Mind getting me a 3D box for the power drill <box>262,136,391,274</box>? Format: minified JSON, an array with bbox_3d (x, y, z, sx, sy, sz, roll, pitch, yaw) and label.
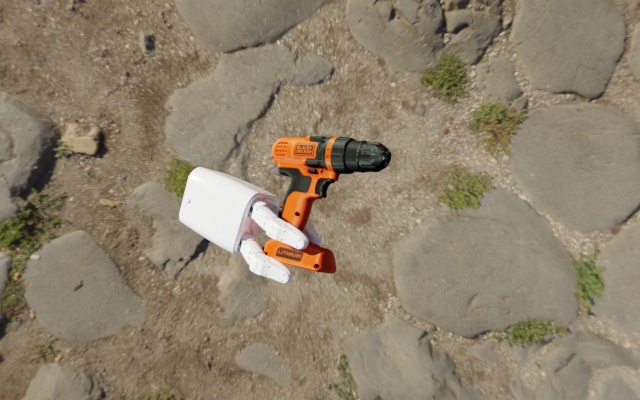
[{"bbox_3d":[0.000,0.003,0.660,0.184,0.187,0.057,7,-9,35],"label":"power drill"}]
